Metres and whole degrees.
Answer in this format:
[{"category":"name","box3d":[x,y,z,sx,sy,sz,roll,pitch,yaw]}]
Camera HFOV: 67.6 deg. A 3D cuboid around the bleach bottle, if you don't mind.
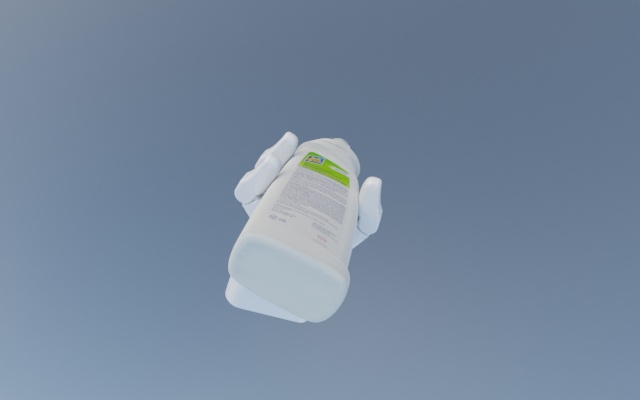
[{"category":"bleach bottle","box3d":[0.000,0.002,0.485,0.102,0.068,0.250,28,33,-1]}]
